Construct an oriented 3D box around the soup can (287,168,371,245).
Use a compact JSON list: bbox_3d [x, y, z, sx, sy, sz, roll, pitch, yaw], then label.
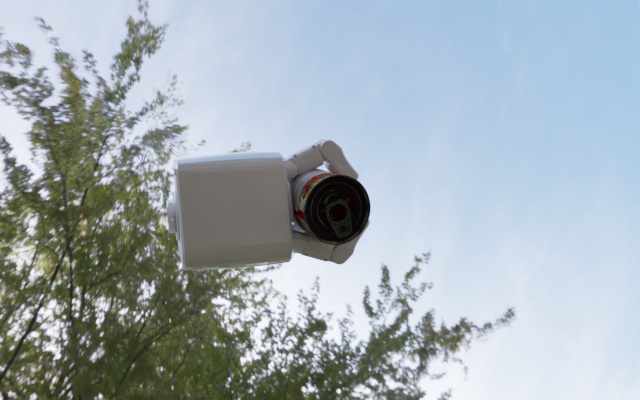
[{"bbox_3d":[0.000,0.001,0.498,0.068,0.068,0.102,0,9,-20],"label":"soup can"}]
